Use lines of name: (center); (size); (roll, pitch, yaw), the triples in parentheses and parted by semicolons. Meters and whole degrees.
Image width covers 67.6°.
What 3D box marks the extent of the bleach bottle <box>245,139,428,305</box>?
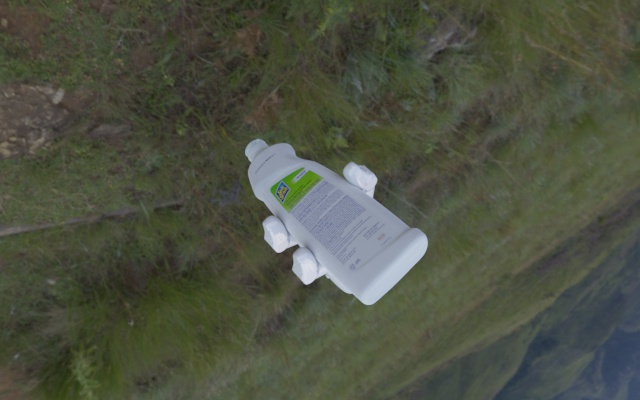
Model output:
bleach bottle: (0.000, 0.002, 0.567); (0.250, 0.102, 0.068); (43, -8, 28)
